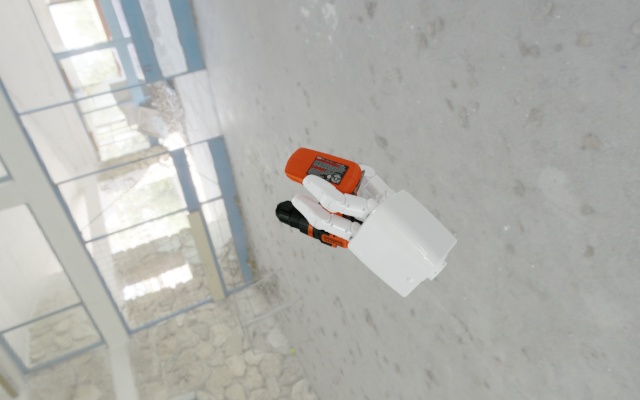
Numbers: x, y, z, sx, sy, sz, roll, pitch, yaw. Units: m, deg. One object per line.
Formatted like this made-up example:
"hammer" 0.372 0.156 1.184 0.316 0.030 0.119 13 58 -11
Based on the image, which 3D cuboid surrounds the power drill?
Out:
"power drill" 0.000 0.002 0.728 0.184 0.057 0.188 17 -29 19
